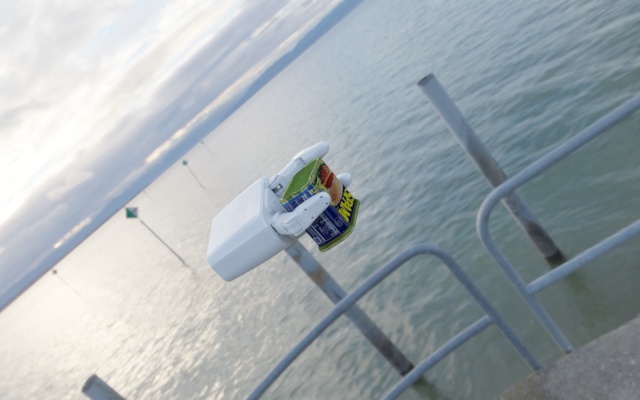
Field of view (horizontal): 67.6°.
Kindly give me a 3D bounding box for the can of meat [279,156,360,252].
[{"bbox_3d":[0.000,0.002,0.609,0.057,0.084,0.102,-34,16,24],"label":"can of meat"}]
